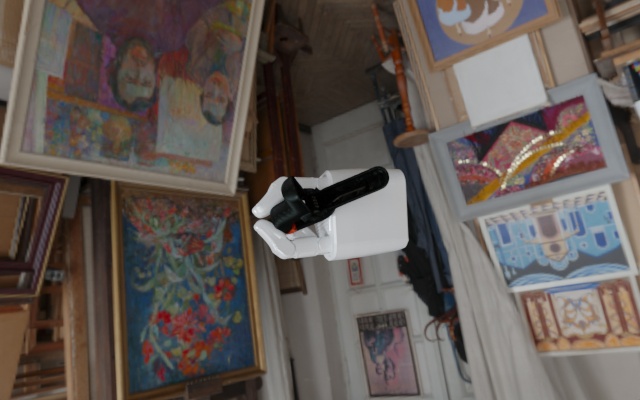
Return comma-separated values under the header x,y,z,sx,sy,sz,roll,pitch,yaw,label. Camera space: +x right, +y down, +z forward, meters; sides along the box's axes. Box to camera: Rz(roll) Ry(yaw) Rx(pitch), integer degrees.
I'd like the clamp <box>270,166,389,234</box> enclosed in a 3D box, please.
x,y,z,sx,sy,sz,roll,pitch,yaw,label
0.000,0.002,0.542,0.120,0.039,0.171,-5,-13,-17,clamp
